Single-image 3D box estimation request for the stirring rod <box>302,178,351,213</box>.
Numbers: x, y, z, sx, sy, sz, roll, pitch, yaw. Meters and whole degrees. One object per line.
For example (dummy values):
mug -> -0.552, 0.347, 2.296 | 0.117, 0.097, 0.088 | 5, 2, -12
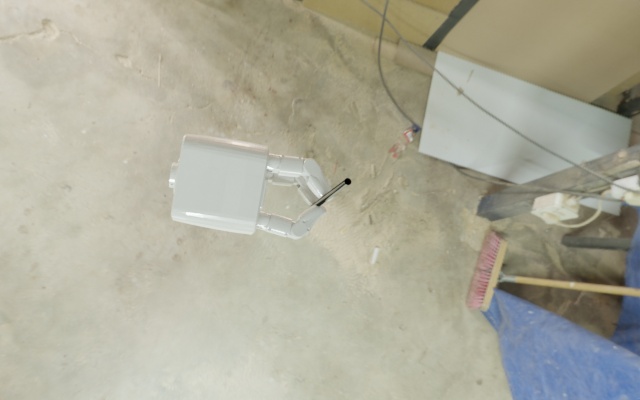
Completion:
stirring rod -> 0.000, 0.002, 0.624 | 0.011, 0.011, 0.239 | 0, -11, -14
